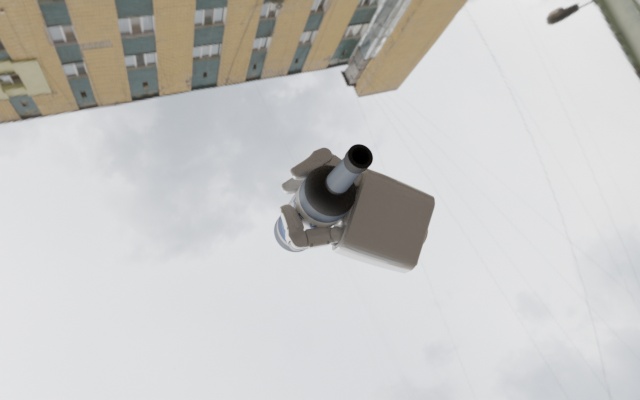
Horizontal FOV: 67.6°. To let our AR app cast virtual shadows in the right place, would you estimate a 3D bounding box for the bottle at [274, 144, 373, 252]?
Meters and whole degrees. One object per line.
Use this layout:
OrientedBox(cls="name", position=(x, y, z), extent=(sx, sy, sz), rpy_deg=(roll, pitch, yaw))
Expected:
OrientedBox(cls="bottle", position=(0.000, 0.002, 0.614), extent=(0.069, 0.069, 0.296), rpy_deg=(0, -19, -17))
